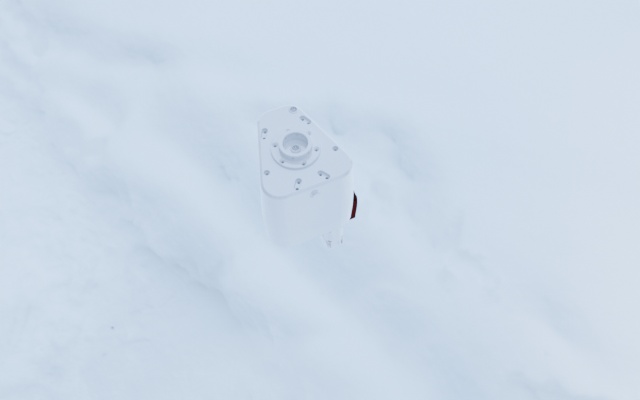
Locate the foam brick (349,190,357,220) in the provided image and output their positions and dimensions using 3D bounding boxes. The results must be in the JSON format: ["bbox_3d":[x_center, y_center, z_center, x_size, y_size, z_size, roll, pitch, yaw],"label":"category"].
[{"bbox_3d":[0.000,0.002,0.585,0.078,0.053,0.051,-20,-27,-11],"label":"foam brick"}]
